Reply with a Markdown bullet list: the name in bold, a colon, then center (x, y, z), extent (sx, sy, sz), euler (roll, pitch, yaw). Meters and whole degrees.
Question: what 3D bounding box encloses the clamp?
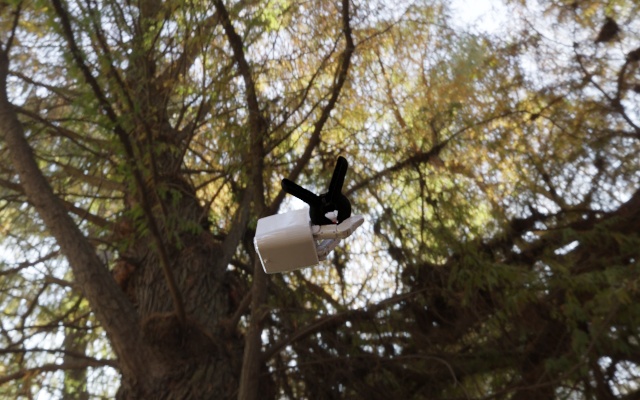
- **clamp**: center (0.000, 0.003, 0.860), extent (0.120, 0.172, 0.039), euler (-11, 39, 2)
